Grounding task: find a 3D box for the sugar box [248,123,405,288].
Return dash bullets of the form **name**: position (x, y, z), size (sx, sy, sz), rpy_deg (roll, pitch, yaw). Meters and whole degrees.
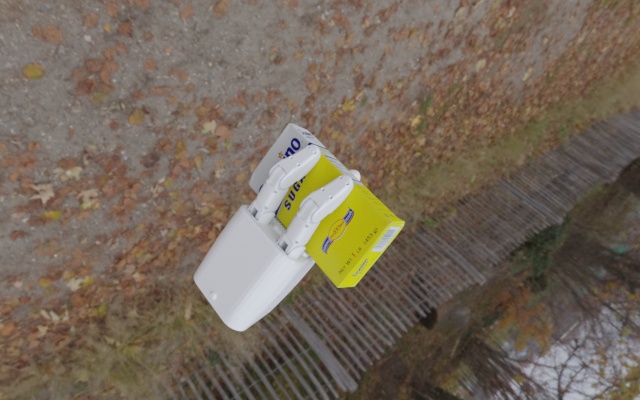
- **sugar box**: position (0.000, 0.002, 0.532), size (0.176, 0.093, 0.048), rpy_deg (45, 17, 26)
